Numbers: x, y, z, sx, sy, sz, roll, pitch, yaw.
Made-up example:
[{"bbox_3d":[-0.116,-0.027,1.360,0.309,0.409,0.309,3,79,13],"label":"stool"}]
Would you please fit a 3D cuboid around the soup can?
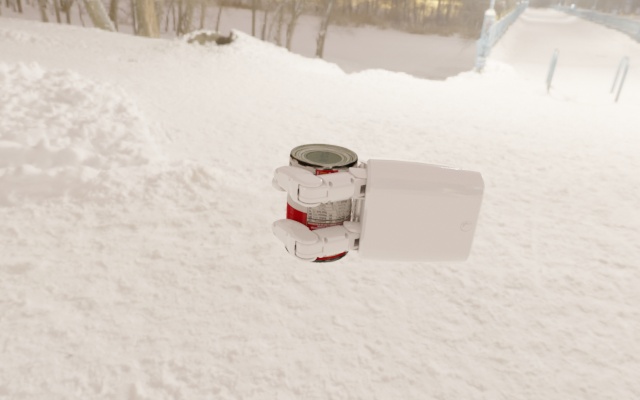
[{"bbox_3d":[0.000,0.001,0.476,0.068,0.102,0.068,4,24,-2],"label":"soup can"}]
